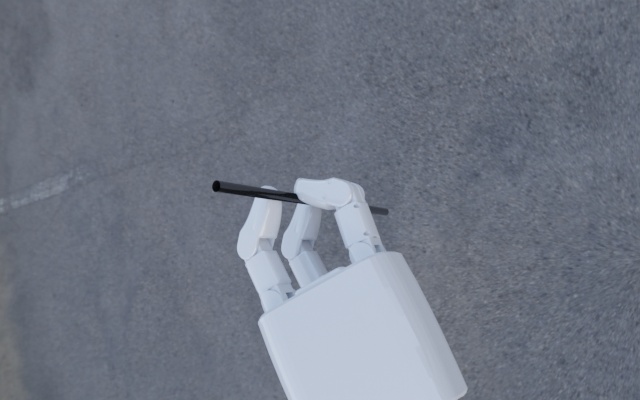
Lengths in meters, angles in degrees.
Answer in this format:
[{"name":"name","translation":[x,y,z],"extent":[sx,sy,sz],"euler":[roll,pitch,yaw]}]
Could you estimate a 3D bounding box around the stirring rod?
[{"name":"stirring rod","translation":[0.000,0.001,0.416],"extent":[0.011,0.011,0.239],"euler":[0,-5,36]}]
